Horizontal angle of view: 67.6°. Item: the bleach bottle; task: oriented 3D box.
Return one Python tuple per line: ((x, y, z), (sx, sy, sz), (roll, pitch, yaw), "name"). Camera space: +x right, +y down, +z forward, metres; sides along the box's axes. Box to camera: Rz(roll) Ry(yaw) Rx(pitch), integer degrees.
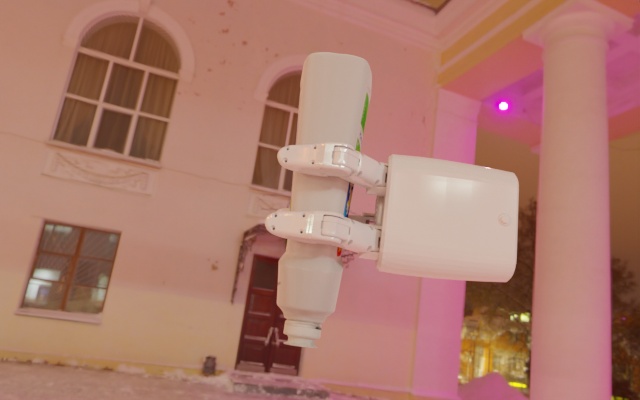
((0.000, 0.001, 0.431), (0.068, 0.250, 0.102), (7, -14, 3), "bleach bottle")
